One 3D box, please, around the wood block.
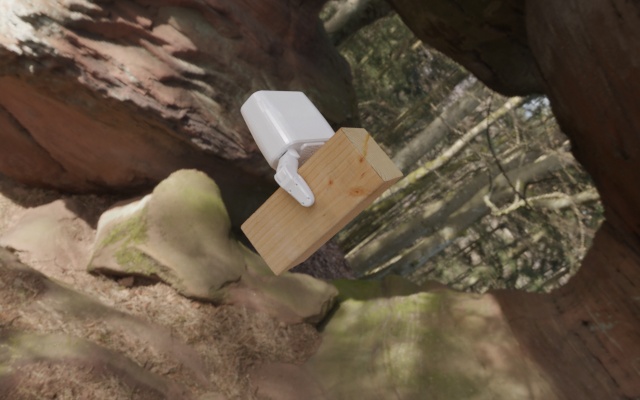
[{"bbox_3d":[0.000,0.002,0.663,0.206,0.090,0.091,-43,-11,24],"label":"wood block"}]
